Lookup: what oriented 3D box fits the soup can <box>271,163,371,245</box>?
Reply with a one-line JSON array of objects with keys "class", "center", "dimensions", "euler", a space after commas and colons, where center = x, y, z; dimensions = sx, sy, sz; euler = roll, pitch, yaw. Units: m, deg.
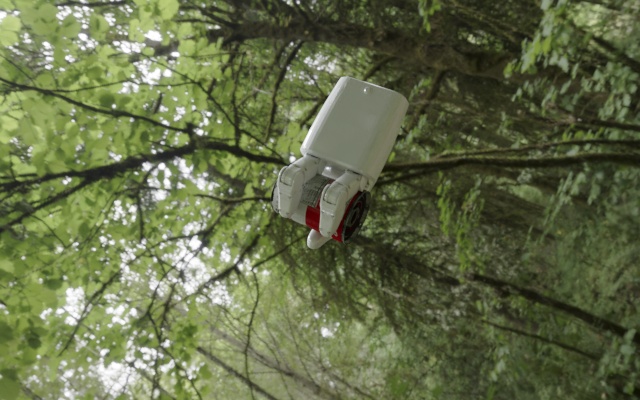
[{"class": "soup can", "center": [0.000, 0.002, 0.573], "dimensions": [0.102, 0.068, 0.068], "euler": [23, 8, 20]}]
